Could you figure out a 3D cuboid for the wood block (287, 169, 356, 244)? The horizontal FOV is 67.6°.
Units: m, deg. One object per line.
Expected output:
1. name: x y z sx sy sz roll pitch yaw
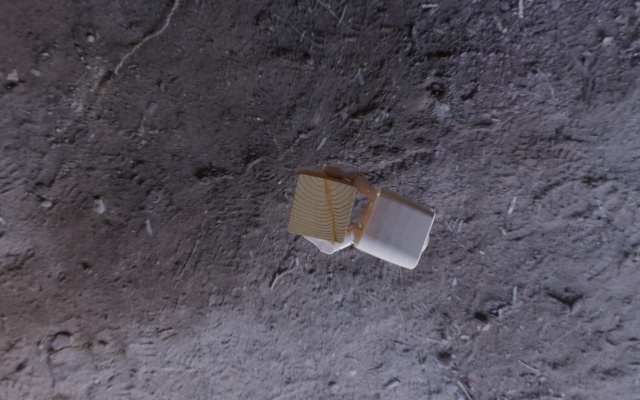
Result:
1. wood block: 0.001 0.002 0.805 0.090 0.091 0.206 13 5 -2
